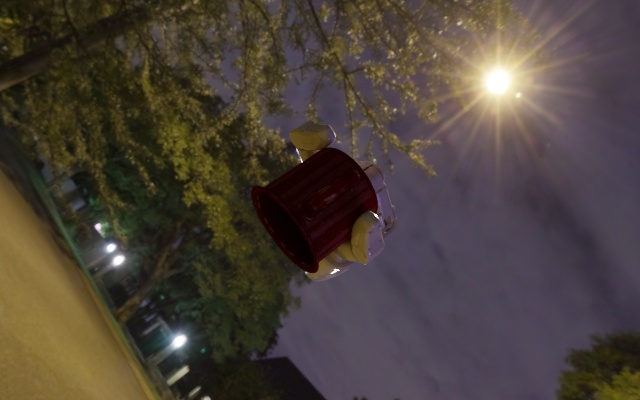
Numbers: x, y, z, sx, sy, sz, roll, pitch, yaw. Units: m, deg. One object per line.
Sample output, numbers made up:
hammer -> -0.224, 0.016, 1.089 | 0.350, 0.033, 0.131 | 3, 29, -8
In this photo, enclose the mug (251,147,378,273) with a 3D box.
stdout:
mug -> 0.001, 0.001, 0.421 | 0.081, 0.093, 0.117 | -36, -5, -22
